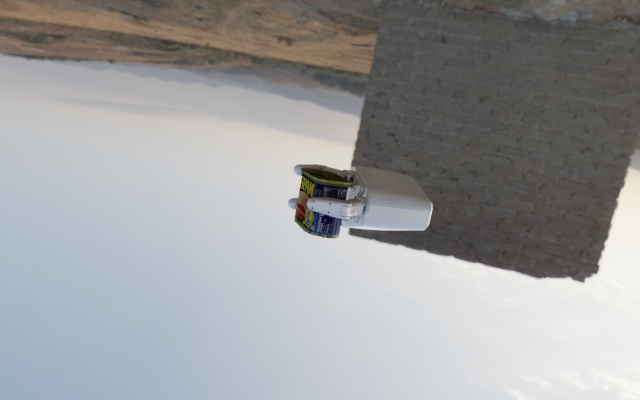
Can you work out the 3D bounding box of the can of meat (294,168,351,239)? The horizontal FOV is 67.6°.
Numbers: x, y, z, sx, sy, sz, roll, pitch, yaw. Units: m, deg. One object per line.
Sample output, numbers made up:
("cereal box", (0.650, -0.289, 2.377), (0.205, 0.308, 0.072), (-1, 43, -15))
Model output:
("can of meat", (0.000, 0.003, 0.712), (0.057, 0.084, 0.102), (6, 12, -19))
